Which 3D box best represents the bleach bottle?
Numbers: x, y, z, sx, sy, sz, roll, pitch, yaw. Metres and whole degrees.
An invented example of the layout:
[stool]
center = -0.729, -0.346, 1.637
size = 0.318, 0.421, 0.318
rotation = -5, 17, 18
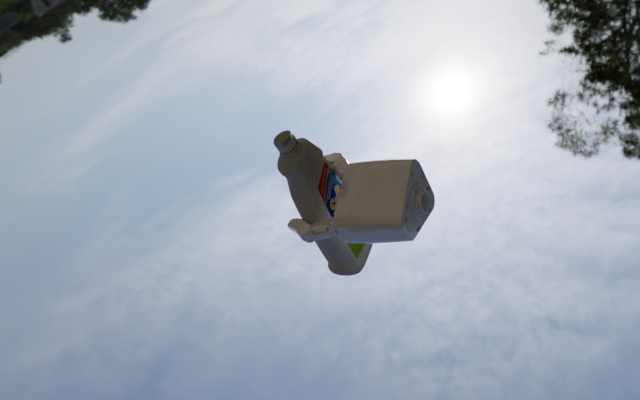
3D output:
[bleach bottle]
center = 0.000, 0.002, 0.733
size = 0.068, 0.102, 0.251
rotation = -3, -44, 36
